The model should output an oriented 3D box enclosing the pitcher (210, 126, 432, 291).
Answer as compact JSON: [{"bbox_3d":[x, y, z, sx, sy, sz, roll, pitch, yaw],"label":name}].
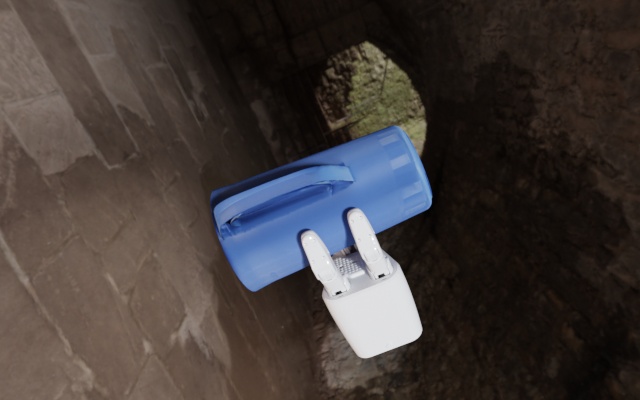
[{"bbox_3d":[0.000,0.002,0.563,0.243,0.145,0.149,-23,25,5],"label":"pitcher"}]
